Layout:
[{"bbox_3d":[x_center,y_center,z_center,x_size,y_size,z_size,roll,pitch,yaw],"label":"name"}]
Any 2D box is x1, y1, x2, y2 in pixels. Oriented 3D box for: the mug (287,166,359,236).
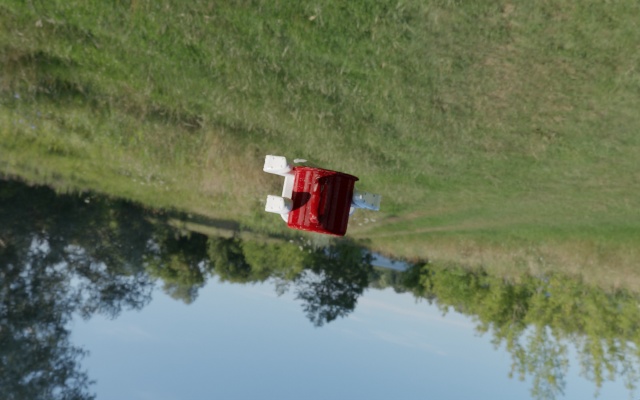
[{"bbox_3d":[0.000,0.002,0.634,0.093,0.081,0.117,9,-3,2],"label":"mug"}]
